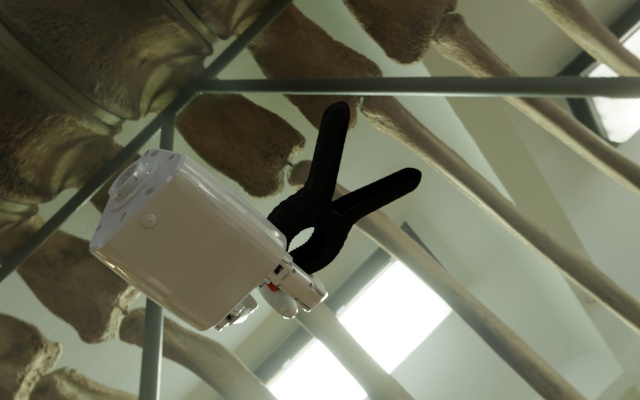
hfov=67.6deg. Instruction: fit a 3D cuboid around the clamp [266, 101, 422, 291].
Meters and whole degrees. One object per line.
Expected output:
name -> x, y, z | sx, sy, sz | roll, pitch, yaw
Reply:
clamp -> 0.000, 0.001, 0.413 | 0.120, 0.171, 0.039 | 46, 0, -30
